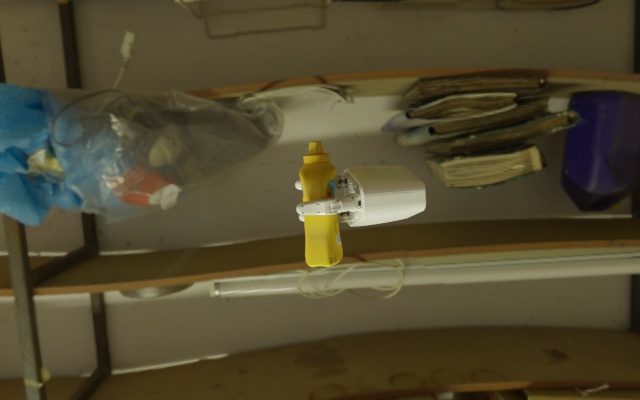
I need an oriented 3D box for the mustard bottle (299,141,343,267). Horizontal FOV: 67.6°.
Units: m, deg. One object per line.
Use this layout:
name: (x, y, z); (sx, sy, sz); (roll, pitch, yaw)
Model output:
mustard bottle: (0.000, 0.003, 0.757); (0.058, 0.191, 0.096); (-3, 7, 13)
